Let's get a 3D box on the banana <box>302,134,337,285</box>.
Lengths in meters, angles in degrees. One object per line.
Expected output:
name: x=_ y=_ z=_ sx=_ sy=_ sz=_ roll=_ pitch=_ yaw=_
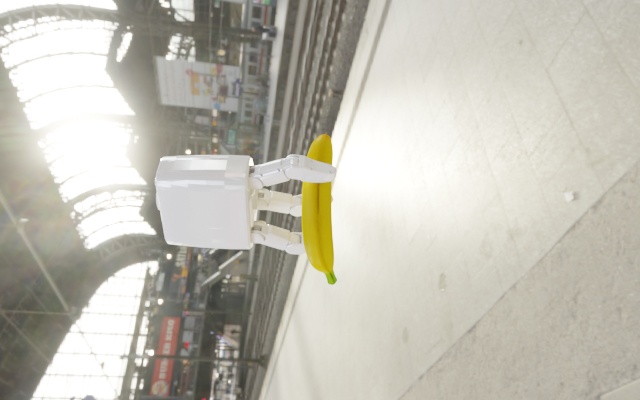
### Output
banana: x=-0.002 y=0.000 z=0.584 sx=0.037 sy=0.197 sz=0.070 roll=-2 pitch=-16 yaw=7
